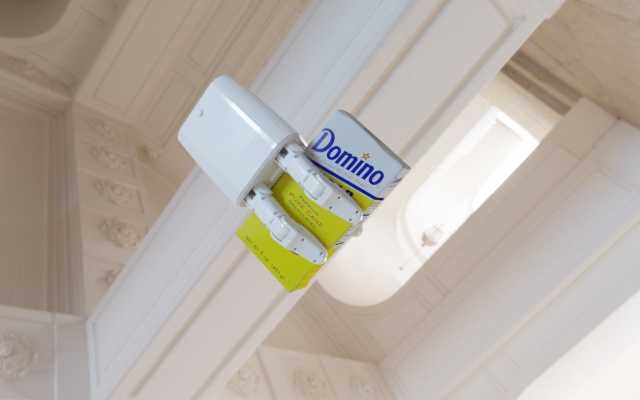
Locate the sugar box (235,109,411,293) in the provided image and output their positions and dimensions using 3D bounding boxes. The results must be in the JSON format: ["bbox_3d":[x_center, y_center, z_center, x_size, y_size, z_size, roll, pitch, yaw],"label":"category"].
[{"bbox_3d":[0.000,0.002,0.498,0.093,0.176,0.048,44,17,16],"label":"sugar box"}]
